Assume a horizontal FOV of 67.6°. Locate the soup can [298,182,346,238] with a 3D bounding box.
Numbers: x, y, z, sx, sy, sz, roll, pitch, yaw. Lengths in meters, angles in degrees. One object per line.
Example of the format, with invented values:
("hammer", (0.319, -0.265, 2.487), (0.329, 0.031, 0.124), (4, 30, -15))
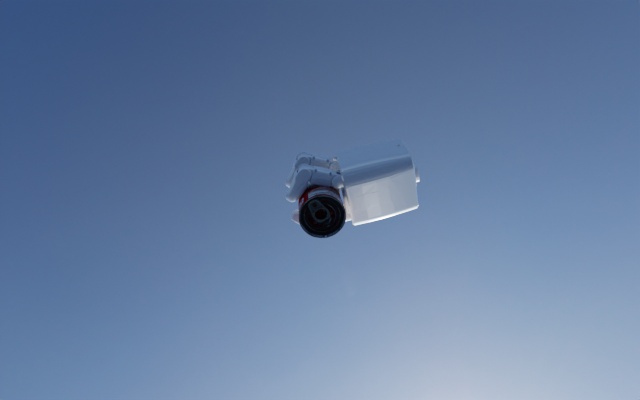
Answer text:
("soup can", (0.000, 0.002, 0.722), (0.068, 0.068, 0.102), (0, 25, -3))
